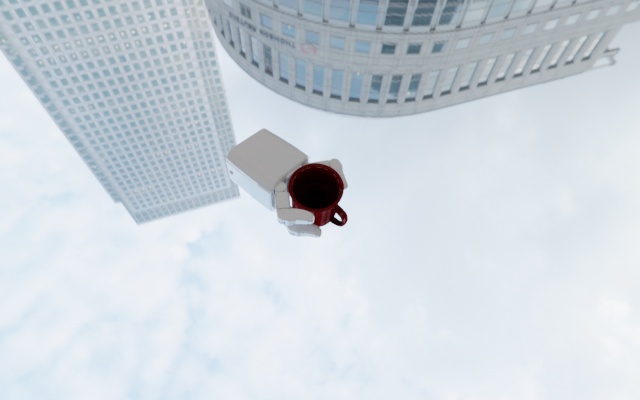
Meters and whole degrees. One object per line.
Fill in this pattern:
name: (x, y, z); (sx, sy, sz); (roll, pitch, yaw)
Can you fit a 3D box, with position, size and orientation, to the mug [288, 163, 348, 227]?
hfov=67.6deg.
mug: (0.001, 0.004, 0.824); (0.117, 0.093, 0.081); (37, -23, 15)
